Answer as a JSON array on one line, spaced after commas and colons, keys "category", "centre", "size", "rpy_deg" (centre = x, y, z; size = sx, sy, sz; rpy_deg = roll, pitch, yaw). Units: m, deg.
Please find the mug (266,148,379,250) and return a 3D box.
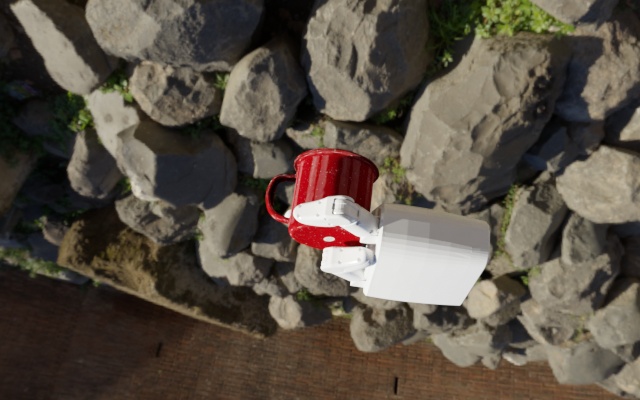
[{"category": "mug", "centre": [-0.001, 0.002, 0.503], "size": [0.117, 0.081, 0.093], "rpy_deg": [8, -23, 3]}]
